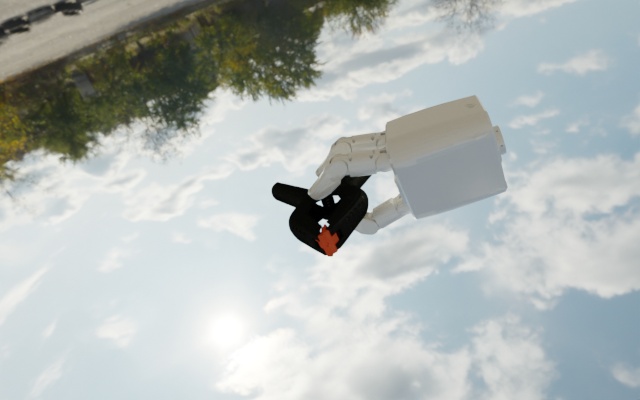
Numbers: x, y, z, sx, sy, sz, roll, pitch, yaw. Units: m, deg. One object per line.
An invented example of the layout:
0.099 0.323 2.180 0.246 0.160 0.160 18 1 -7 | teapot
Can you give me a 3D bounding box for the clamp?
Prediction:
0.001 0.003 0.570 0.164 0.036 0.210 -19 24 17 | clamp
